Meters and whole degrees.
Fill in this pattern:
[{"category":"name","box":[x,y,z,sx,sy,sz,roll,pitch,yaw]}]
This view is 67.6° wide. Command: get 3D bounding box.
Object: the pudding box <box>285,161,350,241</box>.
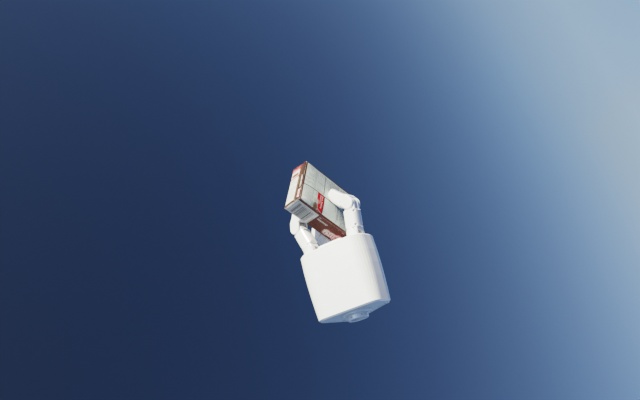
[{"category":"pudding box","box":[0.000,0.003,0.786,0.039,0.090,0.113,-32,-56,34]}]
